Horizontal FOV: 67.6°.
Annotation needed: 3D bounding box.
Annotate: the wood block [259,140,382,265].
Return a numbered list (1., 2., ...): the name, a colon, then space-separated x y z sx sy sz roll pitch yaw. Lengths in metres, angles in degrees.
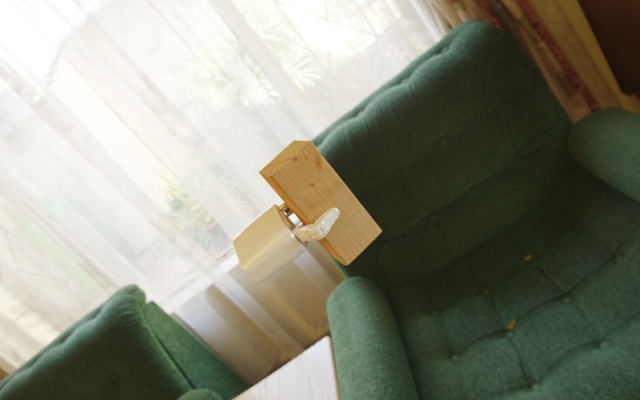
1. wood block: 0.000 0.003 0.829 0.090 0.206 0.091 -43 20 -9
